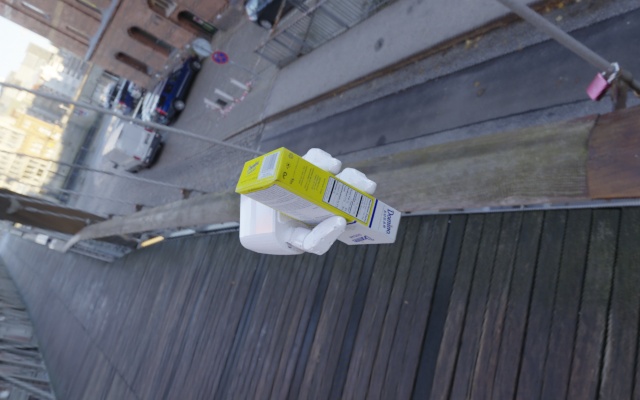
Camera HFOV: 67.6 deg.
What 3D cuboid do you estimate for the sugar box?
[{"bbox_3d":[0.000,0.001,0.562,0.176,0.048,0.093,25,-19,-30],"label":"sugar box"}]
